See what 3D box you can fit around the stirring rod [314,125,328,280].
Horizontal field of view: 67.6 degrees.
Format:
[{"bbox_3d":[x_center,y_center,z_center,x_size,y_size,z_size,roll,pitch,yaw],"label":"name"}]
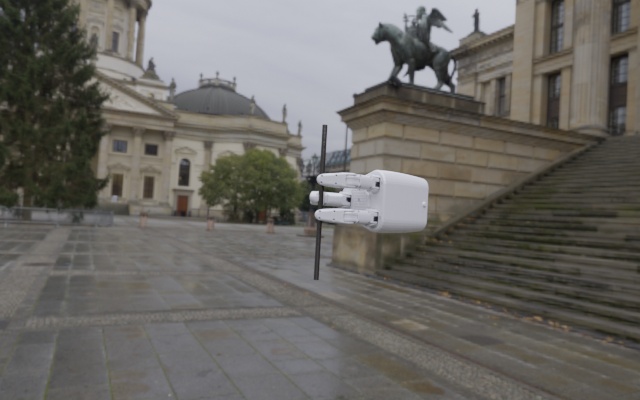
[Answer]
[{"bbox_3d":[0.000,0.003,0.741,0.011,0.239,0.011,3,-2,0],"label":"stirring rod"}]
